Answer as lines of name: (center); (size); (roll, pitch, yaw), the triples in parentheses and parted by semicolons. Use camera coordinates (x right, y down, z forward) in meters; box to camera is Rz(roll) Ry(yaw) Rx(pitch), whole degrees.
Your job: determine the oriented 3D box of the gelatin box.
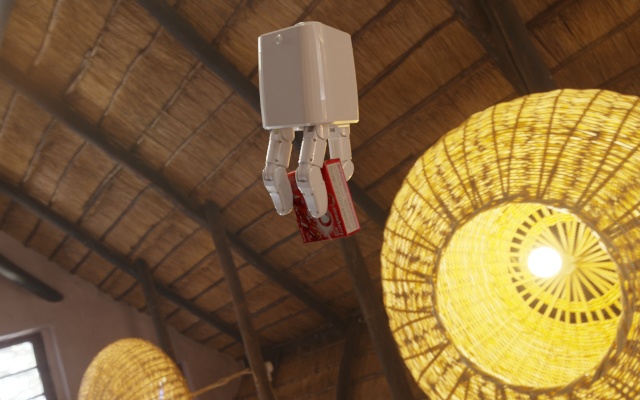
gelatin box: (0.000, 0.002, 0.560); (0.073, 0.089, 0.030); (-14, 5, 44)
